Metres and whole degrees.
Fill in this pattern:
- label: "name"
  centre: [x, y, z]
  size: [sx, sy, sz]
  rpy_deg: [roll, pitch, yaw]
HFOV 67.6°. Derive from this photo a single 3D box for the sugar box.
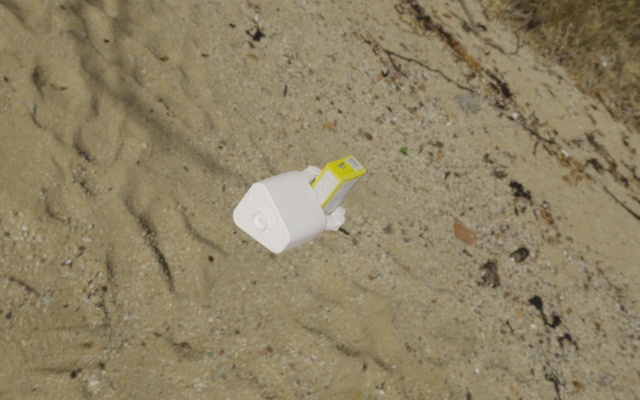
- label: "sugar box"
  centre: [0.000, 0.002, 0.845]
  size: [0.176, 0.048, 0.093]
  rpy_deg: [-49, -14, 31]
